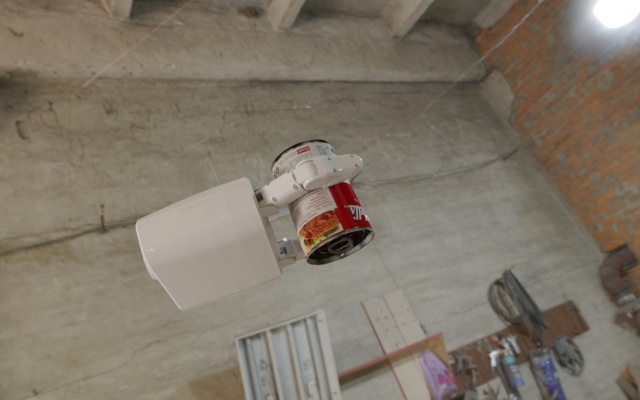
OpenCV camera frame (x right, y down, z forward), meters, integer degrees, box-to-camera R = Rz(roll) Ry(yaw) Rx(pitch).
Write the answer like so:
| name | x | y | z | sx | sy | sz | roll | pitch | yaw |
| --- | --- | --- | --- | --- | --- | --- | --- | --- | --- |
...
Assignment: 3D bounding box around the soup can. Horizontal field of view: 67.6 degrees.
| name | x | y | z | sx | sy | sz | roll | pitch | yaw |
| --- | --- | --- | --- | --- | --- | --- | --- | --- | --- |
| soup can | 0.000 | 0.001 | 0.457 | 0.068 | 0.102 | 0.068 | -20 | -24 | -9 |
